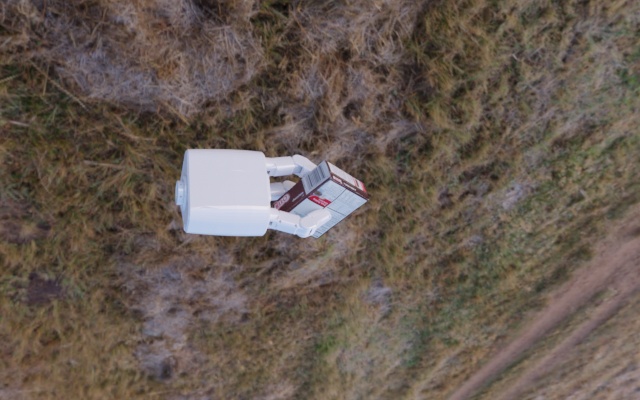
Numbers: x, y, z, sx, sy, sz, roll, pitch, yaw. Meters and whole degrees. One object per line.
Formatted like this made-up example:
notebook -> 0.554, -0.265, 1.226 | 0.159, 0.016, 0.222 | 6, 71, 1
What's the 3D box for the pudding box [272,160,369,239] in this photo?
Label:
pudding box -> 0.000, 0.002, 0.700 | 0.113, 0.039, 0.090 | -37, -42, 26
